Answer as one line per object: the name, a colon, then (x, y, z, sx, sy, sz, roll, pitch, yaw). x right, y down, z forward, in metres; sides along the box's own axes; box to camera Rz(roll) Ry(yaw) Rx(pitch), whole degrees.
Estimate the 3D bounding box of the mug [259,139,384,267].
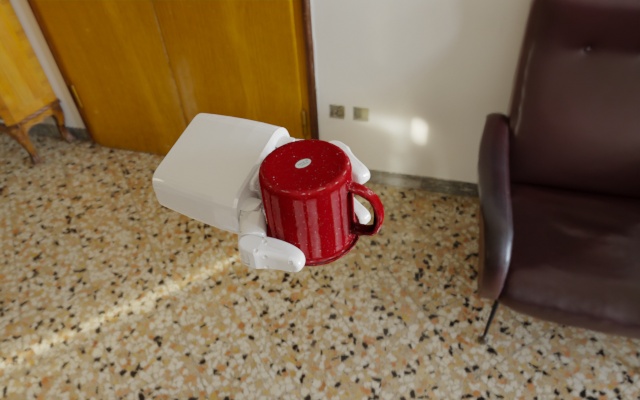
mug: (0.001, 0.002, 0.430, 0.117, 0.082, 0.093, 14, 46, 21)
